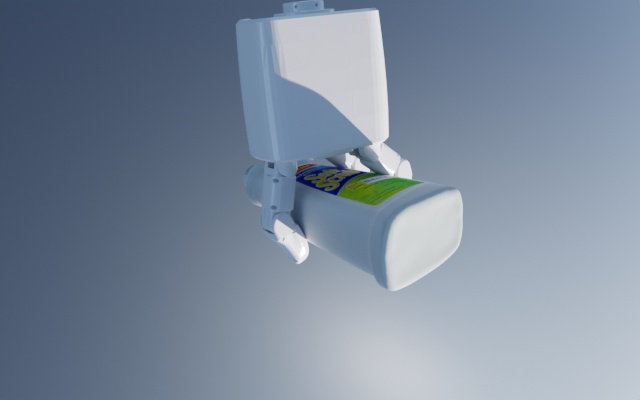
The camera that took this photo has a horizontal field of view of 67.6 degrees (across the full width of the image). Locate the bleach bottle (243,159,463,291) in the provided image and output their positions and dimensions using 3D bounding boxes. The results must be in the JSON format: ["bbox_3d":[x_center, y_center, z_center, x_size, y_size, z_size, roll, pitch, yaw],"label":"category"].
[{"bbox_3d":[0.000,0.001,0.450,0.102,0.068,0.251,-21,26,-37],"label":"bleach bottle"}]
